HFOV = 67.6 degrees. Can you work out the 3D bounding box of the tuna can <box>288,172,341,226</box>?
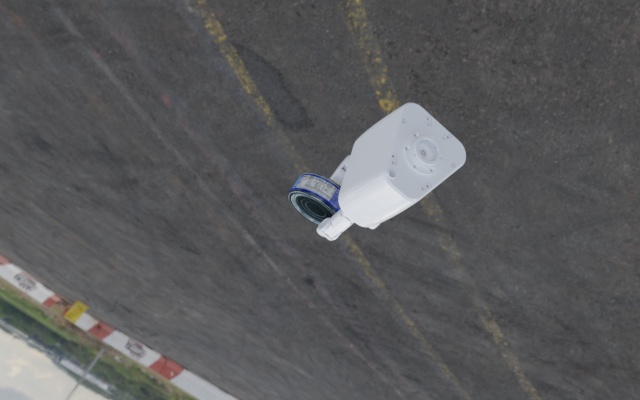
[{"bbox_3d":[0.000,0.003,0.643,0.086,0.033,0.086,27,-24,13],"label":"tuna can"}]
